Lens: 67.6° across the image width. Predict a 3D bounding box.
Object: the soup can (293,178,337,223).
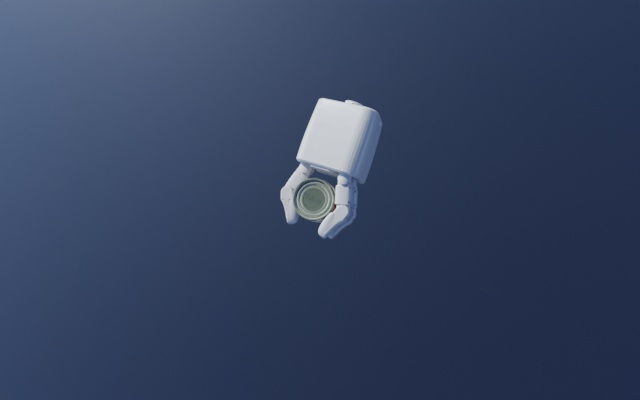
[{"bbox_3d":[0.000,0.003,0.770,0.068,0.068,0.102,0,-5,12],"label":"soup can"}]
